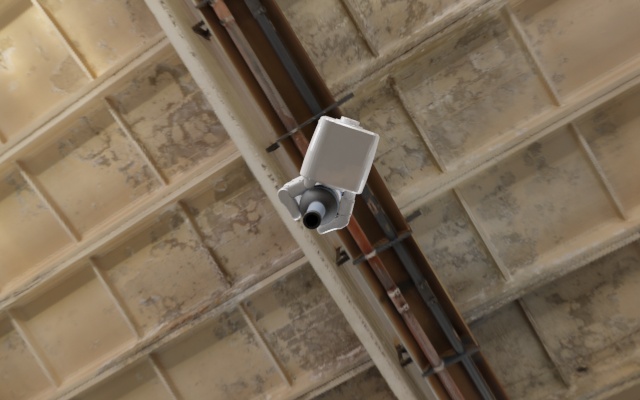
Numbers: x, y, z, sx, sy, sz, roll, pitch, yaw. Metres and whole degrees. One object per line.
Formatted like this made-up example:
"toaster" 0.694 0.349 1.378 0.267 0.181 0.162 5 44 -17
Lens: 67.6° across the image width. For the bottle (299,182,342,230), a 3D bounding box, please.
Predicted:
"bottle" 0.000 0.003 0.841 0.069 0.069 0.295 0 11 5
